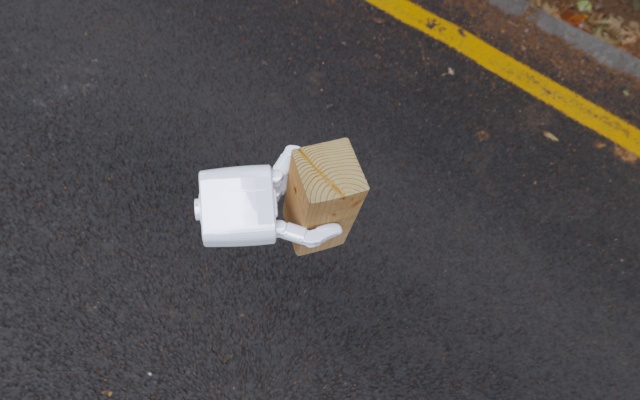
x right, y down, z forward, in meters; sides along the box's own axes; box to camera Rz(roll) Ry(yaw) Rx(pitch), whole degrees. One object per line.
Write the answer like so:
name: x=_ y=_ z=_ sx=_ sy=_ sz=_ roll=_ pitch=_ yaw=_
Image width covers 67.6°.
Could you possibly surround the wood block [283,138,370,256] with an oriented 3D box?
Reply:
wood block: x=0.000 y=0.003 z=0.752 sx=0.090 sy=0.090 sz=0.206 roll=-14 pitch=-23 yaw=-14
